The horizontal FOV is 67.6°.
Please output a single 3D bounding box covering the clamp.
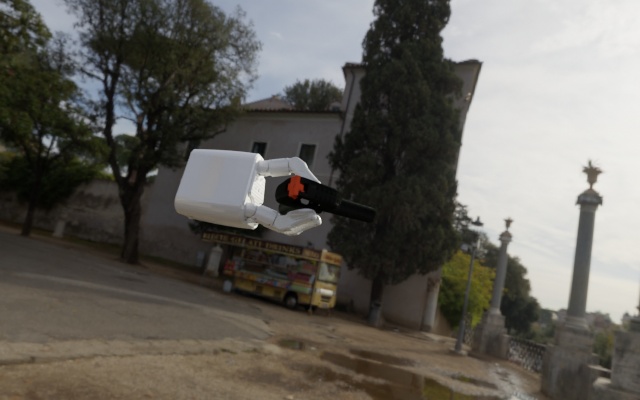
[{"bbox_3d":[0.000,0.001,0.706,0.164,0.036,0.210,4,-10,8],"label":"clamp"}]
